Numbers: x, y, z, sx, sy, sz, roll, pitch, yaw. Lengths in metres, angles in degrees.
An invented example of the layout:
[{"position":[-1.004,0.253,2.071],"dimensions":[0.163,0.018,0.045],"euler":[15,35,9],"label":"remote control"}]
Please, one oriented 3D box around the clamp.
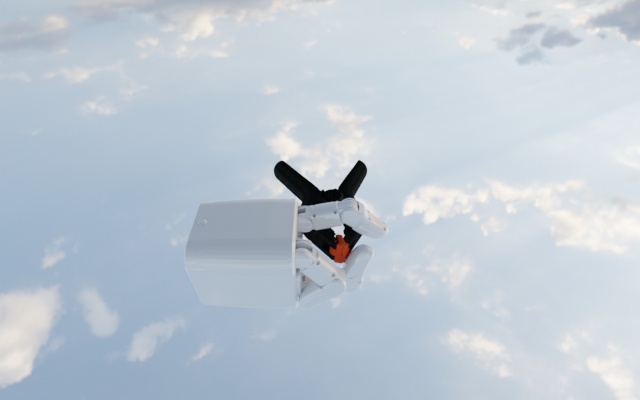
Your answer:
[{"position":[0.000,0.002,0.565],"dimensions":[0.120,0.039,0.171],"euler":[0,37,1],"label":"clamp"}]
